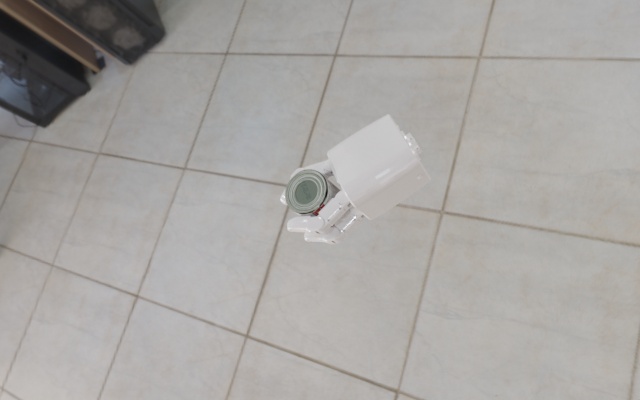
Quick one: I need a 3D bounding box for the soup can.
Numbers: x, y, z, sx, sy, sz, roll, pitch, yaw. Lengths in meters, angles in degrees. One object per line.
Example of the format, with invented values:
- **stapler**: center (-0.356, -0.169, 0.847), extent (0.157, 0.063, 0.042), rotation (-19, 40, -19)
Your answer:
- **soup can**: center (0.000, 0.002, 0.705), extent (0.068, 0.068, 0.102), rotation (0, -18, 26)
